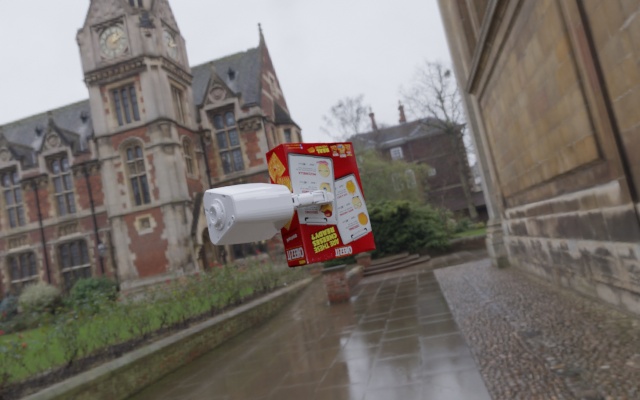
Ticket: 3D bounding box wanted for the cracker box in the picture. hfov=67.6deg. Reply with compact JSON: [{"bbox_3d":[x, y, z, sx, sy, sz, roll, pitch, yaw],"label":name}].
[{"bbox_3d":[0.000,0.003,0.881,0.164,0.213,0.072,-7,-8,-38],"label":"cracker box"}]
